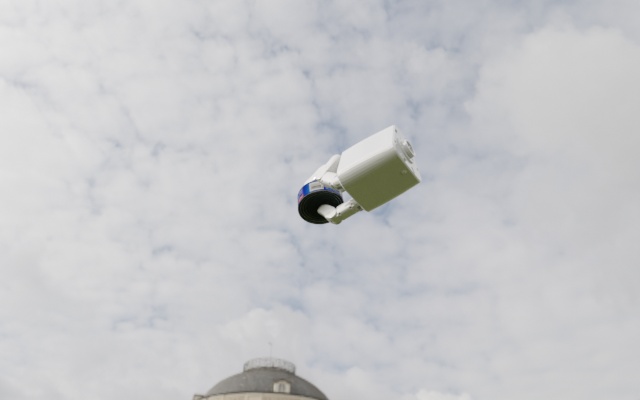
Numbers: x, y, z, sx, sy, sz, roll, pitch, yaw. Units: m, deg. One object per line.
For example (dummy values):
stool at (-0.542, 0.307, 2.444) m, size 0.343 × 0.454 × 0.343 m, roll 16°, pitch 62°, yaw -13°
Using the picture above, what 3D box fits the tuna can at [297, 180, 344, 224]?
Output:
tuna can at (0.000, 0.003, 0.878) m, size 0.086 × 0.086 × 0.033 m, roll 0°, pitch 44°, yaw -7°
